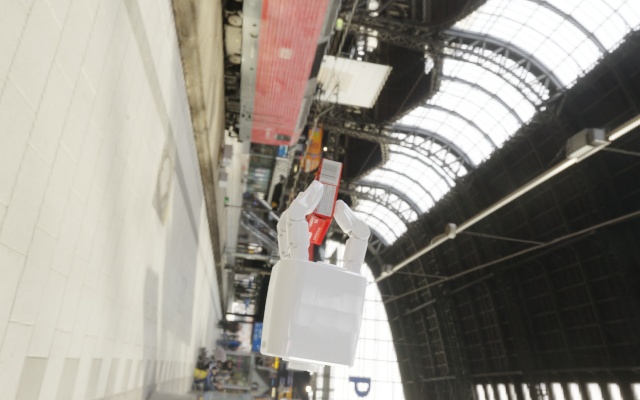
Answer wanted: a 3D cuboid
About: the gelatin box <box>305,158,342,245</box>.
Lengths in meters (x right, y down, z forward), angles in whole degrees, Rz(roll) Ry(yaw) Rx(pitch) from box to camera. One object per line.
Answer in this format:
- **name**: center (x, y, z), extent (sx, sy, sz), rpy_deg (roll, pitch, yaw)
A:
- **gelatin box**: center (0.001, 0.002, 0.621), extent (0.030, 0.089, 0.073), rpy_deg (15, -32, -5)
